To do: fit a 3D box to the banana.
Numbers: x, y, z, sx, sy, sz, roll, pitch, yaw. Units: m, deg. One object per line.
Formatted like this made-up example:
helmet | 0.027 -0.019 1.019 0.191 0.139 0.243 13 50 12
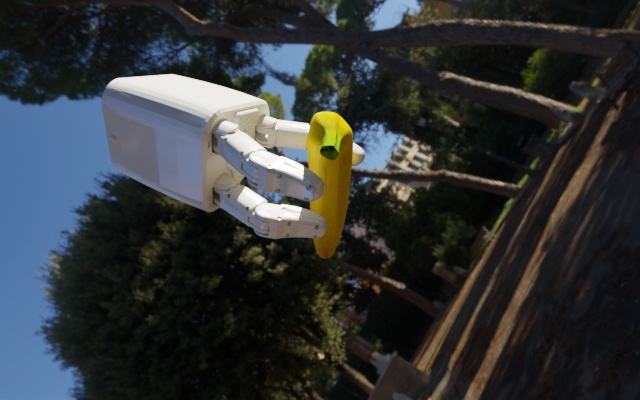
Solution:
banana | 0.005 -0.016 0.412 0.037 0.069 0.198 13 -27 9
